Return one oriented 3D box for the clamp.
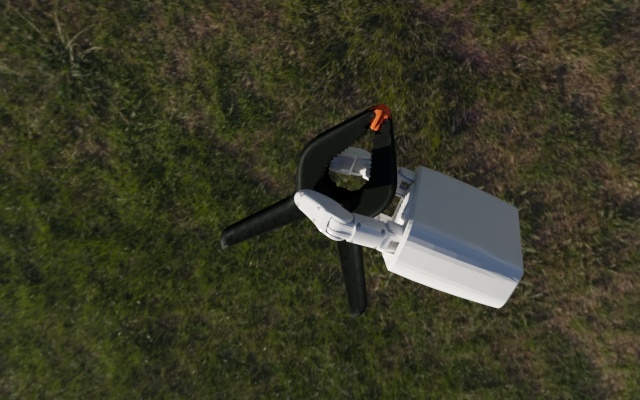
[{"bbox_3d":[0.000,0.001,0.451,0.164,0.210,0.036,22,25,1],"label":"clamp"}]
